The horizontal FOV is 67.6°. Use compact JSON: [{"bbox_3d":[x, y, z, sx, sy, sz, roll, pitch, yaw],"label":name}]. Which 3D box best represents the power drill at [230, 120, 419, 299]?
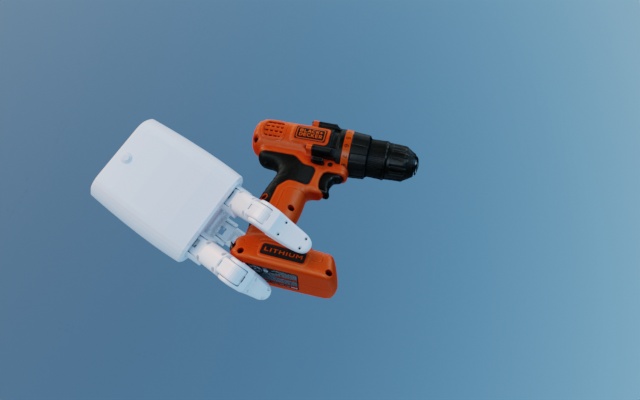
[{"bbox_3d":[0.000,0.002,0.492,0.184,0.187,0.057,10,-34,9],"label":"power drill"}]
